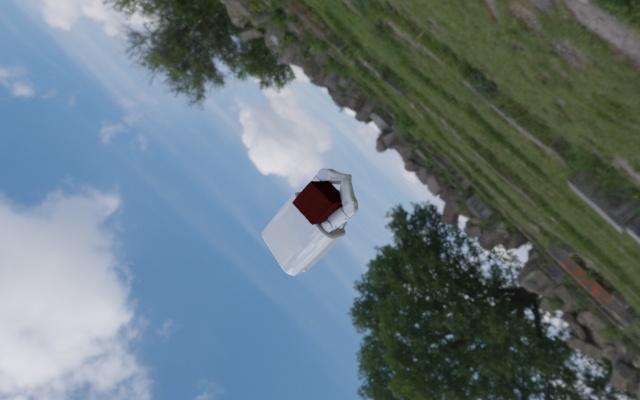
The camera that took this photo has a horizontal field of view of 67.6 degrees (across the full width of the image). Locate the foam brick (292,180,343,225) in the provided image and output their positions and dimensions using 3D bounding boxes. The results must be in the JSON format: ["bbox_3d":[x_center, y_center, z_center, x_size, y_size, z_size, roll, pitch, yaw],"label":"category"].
[{"bbox_3d":[0.000,0.002,0.791,0.051,0.053,0.078,-47,-15,18],"label":"foam brick"}]
